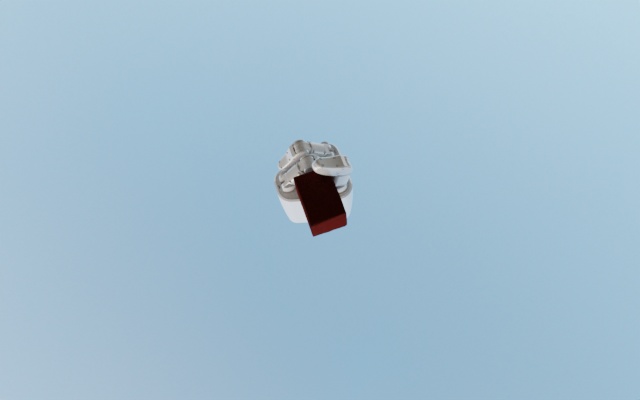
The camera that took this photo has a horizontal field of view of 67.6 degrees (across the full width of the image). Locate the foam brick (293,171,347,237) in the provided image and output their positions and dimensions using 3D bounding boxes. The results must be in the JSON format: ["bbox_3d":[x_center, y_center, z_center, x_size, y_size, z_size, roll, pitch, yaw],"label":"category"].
[{"bbox_3d":[0.000,0.002,0.664,0.053,0.078,0.051,-18,-23,-4],"label":"foam brick"}]
